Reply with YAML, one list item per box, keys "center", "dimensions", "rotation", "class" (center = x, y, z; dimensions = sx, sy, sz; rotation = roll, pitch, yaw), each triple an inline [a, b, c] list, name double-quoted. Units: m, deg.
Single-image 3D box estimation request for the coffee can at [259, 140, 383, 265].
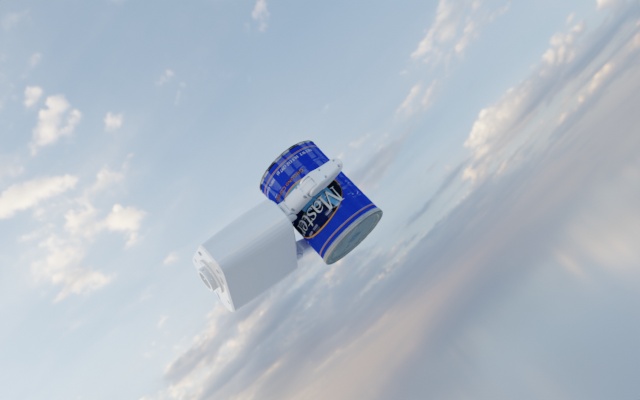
- center: [0.000, 0.002, 0.652]
  dimensions: [0.140, 0.103, 0.103]
  rotation: [46, 17, 17]
  class: "coffee can"
